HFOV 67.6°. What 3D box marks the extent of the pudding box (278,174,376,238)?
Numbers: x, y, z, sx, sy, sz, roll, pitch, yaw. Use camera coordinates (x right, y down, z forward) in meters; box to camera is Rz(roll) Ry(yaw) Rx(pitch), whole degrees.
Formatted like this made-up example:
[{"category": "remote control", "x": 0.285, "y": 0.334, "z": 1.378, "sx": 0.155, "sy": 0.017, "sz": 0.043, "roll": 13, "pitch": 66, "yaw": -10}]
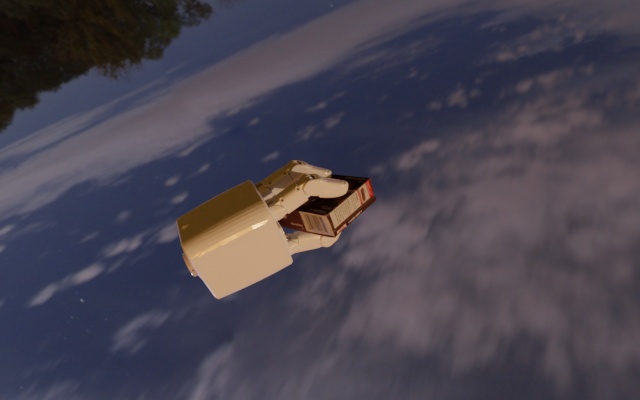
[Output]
[{"category": "pudding box", "x": 0.000, "y": 0.002, "z": 0.616, "sx": 0.113, "sy": 0.039, "sz": 0.090, "roll": 11, "pitch": 40, "yaw": 42}]
